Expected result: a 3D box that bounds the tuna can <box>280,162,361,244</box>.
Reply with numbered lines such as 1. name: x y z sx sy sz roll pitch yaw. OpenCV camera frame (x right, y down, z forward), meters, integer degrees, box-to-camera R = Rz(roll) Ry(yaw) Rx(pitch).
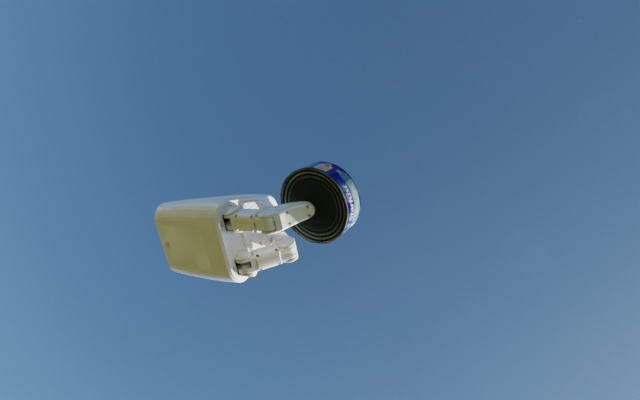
1. tuna can: 0.000 0.002 0.521 0.086 0.086 0.033 0 18 34
